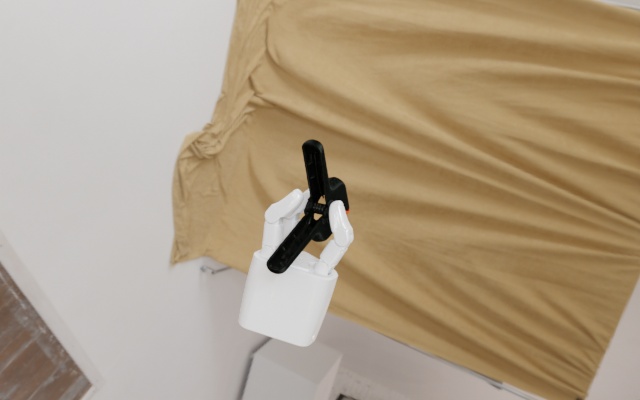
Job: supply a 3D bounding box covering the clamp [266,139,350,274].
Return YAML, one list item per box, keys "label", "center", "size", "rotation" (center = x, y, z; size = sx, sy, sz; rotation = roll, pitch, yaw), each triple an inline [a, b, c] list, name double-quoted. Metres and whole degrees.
- label: "clamp"
  center: [0.001, 0.003, 0.642]
  size: [0.036, 0.164, 0.210]
  rotation: [20, 11, 19]
